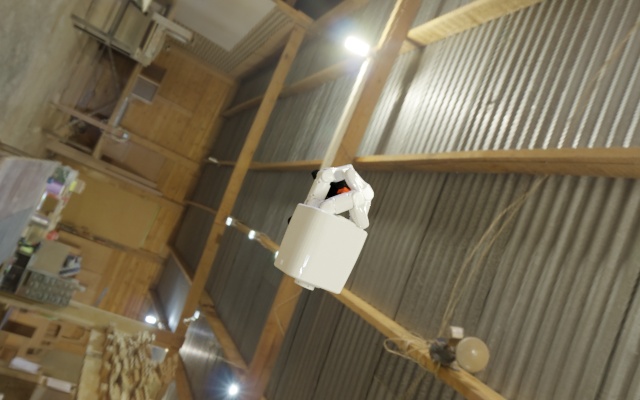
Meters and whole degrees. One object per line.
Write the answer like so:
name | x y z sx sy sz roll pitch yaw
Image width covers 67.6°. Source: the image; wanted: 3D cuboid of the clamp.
clamp | 0.001 0.003 0.818 0.039 0.120 0.171 26 -6 -22
